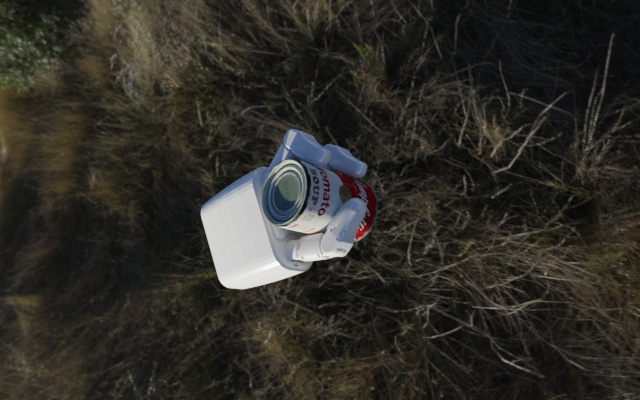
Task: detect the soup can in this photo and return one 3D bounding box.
[{"bbox_3d":[0.000,0.001,0.481,0.068,0.068,0.102,0,-12,45],"label":"soup can"}]
